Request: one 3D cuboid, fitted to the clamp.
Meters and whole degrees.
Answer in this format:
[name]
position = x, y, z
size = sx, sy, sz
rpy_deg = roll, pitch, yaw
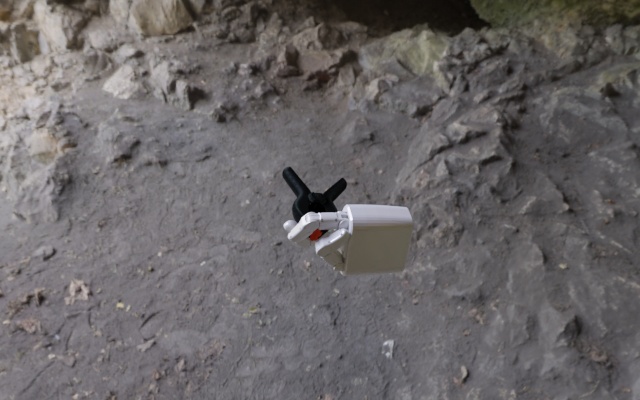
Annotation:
[clamp]
position = 0.000, 0.002, 0.827
size = 0.120, 0.039, 0.171
rpy_deg = 1, 43, -13
